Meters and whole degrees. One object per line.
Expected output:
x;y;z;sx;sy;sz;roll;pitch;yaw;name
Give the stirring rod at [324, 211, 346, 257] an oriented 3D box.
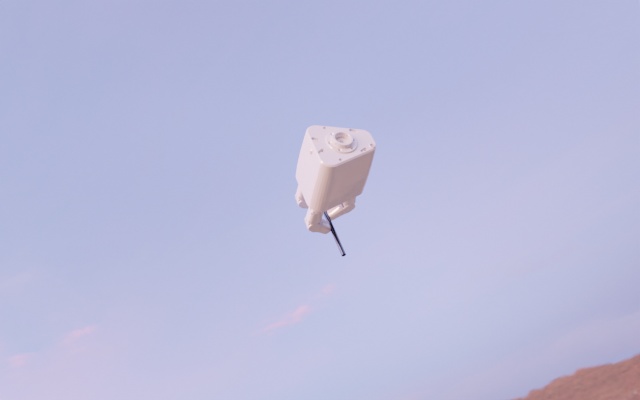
0.000;0.003;0.885;0.011;0.239;0.011;-16;-35;-12;stirring rod
